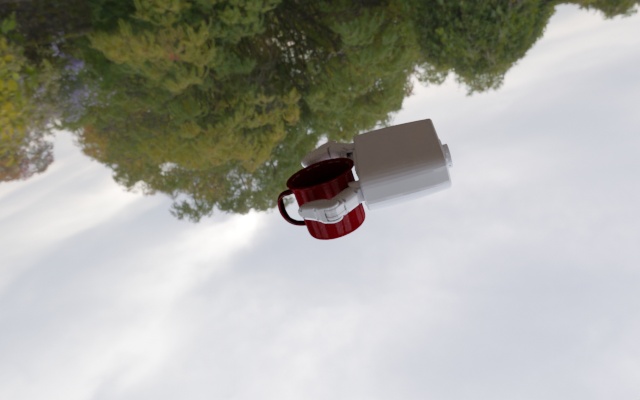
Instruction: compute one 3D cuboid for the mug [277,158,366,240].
[{"bbox_3d":[-0.001,0.003,0.636,0.117,0.081,0.093,-15,22,11],"label":"mug"}]
